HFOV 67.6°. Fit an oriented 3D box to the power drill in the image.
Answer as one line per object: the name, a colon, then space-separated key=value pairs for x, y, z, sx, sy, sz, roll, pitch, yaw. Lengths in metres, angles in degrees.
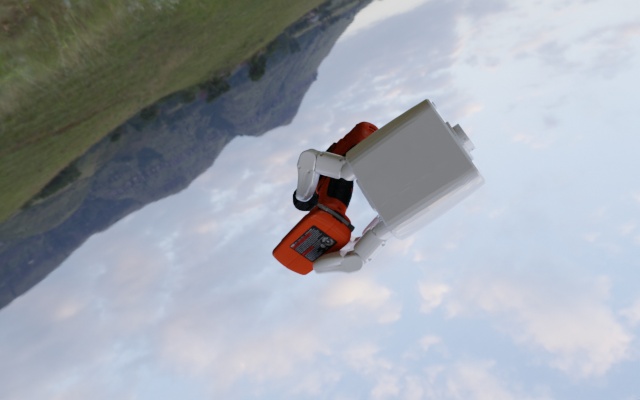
power drill: x=0.000 y=0.002 z=0.613 sx=0.057 sy=0.187 sz=0.184 roll=33 pitch=-48 yaw=-13
